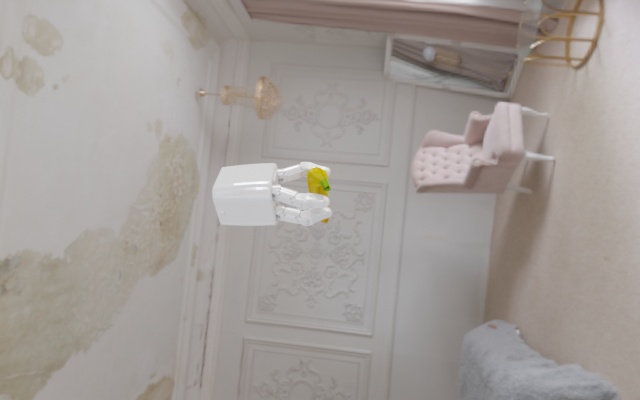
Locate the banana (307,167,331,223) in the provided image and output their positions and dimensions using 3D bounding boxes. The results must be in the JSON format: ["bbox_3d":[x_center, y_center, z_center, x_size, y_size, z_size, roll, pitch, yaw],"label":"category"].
[{"bbox_3d":[-0.003,-0.016,0.893,0.037,0.069,0.198,-9,-19,-1],"label":"banana"}]
